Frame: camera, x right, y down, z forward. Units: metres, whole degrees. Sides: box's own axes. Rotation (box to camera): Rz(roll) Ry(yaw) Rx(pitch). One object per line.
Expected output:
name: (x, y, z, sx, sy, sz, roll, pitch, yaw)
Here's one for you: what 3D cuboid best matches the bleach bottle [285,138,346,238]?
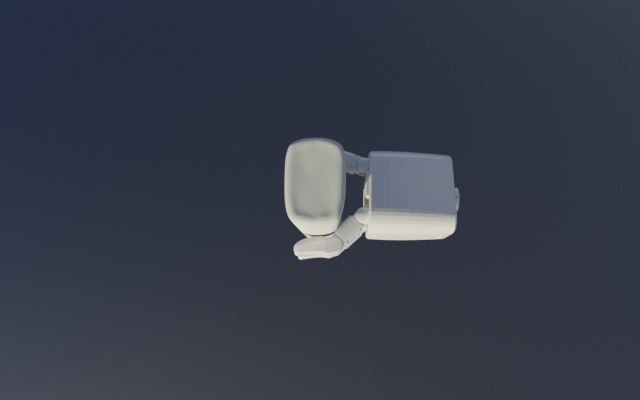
bleach bottle: (0.000, 0.002, 0.641, 0.068, 0.102, 0.251, 1, -10, 3)
